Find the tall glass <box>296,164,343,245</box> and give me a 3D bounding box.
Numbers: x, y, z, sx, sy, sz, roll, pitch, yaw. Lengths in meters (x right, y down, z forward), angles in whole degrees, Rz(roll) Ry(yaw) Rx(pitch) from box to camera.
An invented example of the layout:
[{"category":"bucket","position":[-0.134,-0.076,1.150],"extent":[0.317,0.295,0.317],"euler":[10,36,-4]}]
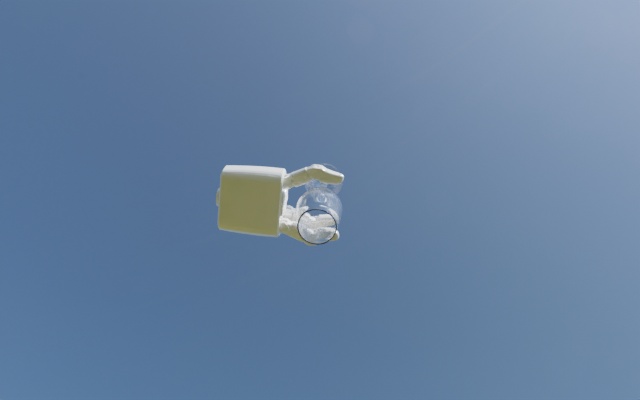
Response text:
[{"category":"tall glass","position":[0.000,0.002,0.825],"extent":[0.079,0.079,0.201],"euler":[0,23,3]}]
